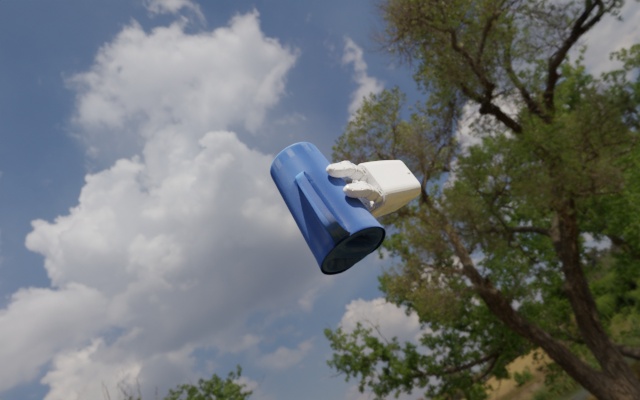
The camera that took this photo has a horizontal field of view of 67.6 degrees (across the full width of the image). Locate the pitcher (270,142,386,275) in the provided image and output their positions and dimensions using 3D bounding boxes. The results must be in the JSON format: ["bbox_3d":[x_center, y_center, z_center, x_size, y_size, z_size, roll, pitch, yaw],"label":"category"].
[{"bbox_3d":[0.000,0.003,0.881,0.145,0.242,0.149,-12,-36,-34],"label":"pitcher"}]
